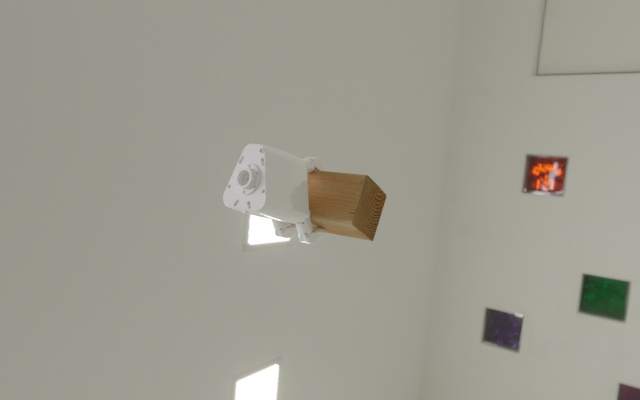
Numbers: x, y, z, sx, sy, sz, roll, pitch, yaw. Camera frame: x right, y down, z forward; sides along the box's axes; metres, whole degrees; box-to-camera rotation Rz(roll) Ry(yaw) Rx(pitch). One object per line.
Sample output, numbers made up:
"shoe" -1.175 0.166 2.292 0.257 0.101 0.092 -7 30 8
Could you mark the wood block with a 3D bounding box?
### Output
"wood block" 0.000 0.002 0.859 0.206 0.090 0.090 8 -18 34
